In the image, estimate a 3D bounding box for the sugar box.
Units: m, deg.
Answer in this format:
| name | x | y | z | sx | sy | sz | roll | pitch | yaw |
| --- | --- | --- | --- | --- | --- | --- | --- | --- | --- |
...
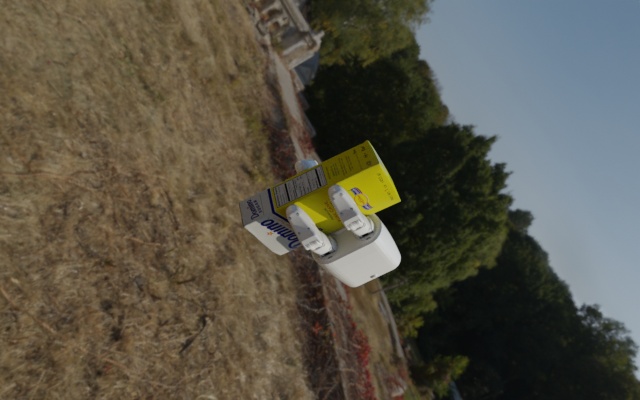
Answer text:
| name | x | y | z | sx | sy | sz | roll | pitch | yaw |
| --- | --- | --- | --- | --- | --- | --- | --- | --- | --- |
| sugar box | 0.000 | 0.002 | 0.584 | 0.176 | 0.048 | 0.093 | -27 | -38 | 10 |
